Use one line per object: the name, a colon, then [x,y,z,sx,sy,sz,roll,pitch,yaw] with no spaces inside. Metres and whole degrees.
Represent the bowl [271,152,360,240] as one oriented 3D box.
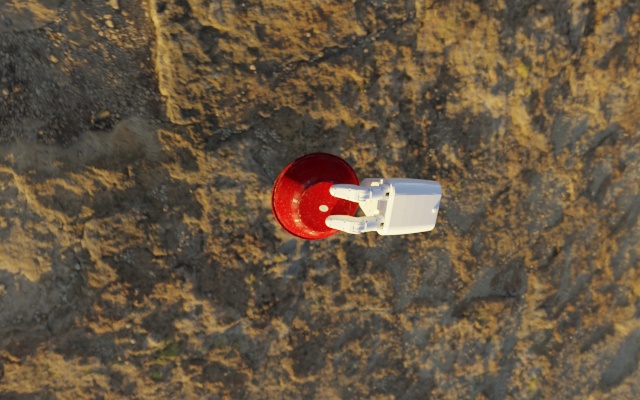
bowl: [-0.001,0.003,0.810,0.162,0.162,0.055,0,19,-16]
